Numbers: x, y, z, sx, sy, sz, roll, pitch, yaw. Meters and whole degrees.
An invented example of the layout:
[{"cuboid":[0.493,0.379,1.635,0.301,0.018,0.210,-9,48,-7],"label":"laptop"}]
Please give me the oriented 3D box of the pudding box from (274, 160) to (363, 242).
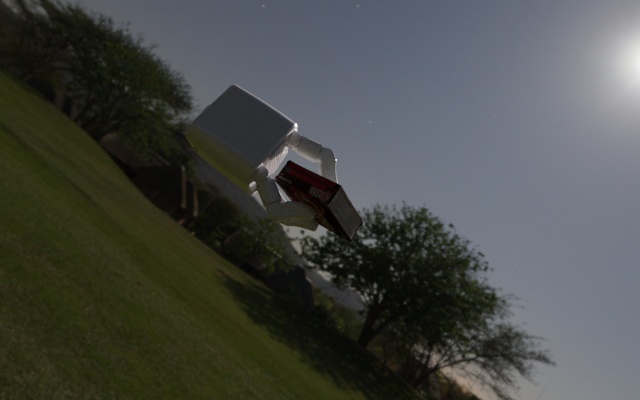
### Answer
[{"cuboid":[0.000,0.002,0.637,0.090,0.039,0.113,29,-12,32],"label":"pudding box"}]
